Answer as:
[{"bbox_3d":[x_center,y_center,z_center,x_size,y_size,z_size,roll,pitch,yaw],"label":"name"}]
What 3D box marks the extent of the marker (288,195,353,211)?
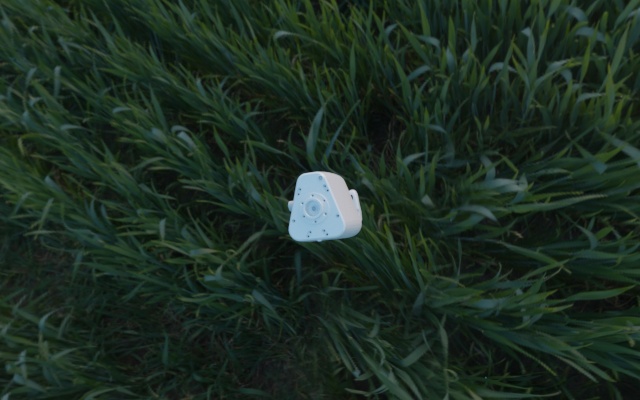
[{"bbox_3d":[0.000,0.003,0.875,0.121,0.020,0.020,-8,-2,16],"label":"marker"}]
